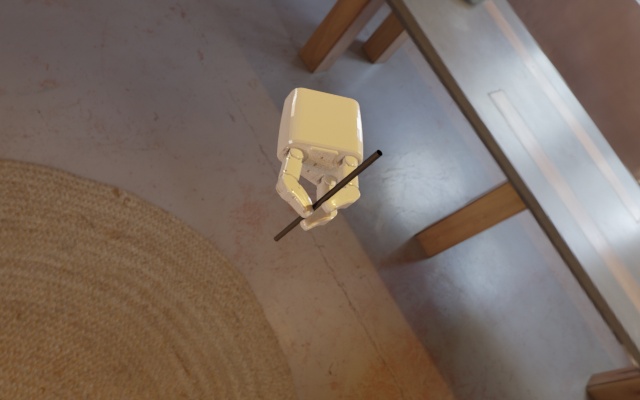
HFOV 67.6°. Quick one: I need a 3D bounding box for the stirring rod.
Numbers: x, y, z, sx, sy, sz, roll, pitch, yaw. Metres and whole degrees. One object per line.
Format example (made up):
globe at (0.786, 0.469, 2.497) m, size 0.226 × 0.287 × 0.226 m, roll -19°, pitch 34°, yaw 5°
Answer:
stirring rod at (0.000, 0.002, 0.604) m, size 0.011 × 0.011 × 0.240 m, roll 0°, pitch -27°, yaw -37°
